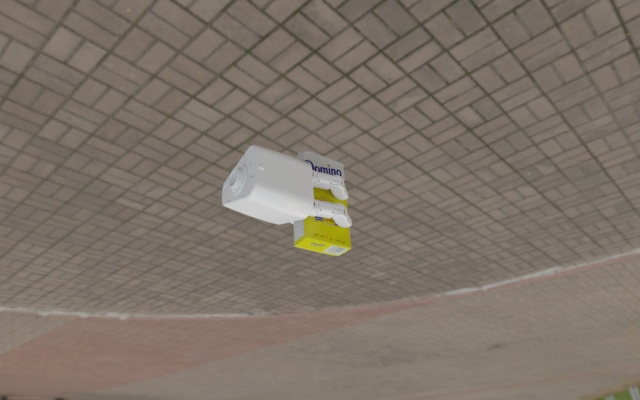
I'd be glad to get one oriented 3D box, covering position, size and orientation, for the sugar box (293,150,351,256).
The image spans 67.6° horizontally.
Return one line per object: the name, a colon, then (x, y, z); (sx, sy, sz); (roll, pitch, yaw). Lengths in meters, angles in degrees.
sugar box: (0.000, 0.003, 0.829); (0.093, 0.176, 0.048); (17, -34, -31)
